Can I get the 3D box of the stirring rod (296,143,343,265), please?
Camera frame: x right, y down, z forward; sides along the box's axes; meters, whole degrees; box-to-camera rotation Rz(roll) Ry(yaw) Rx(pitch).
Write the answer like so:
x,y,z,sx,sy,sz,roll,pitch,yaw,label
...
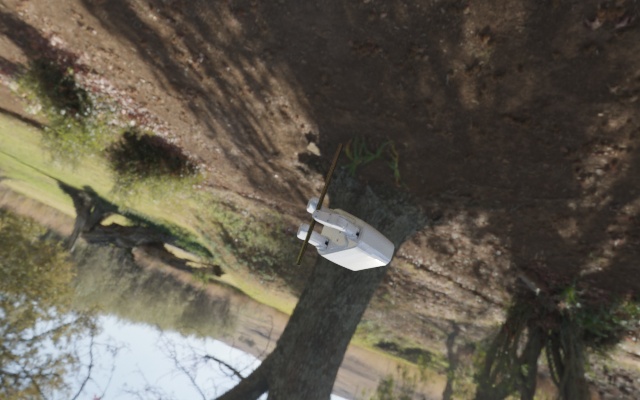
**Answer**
x,y,z,sx,sy,sz,roll,pitch,yaw,label
0.000,0.003,0.867,0.011,0.239,0.011,18,-16,5,stirring rod
